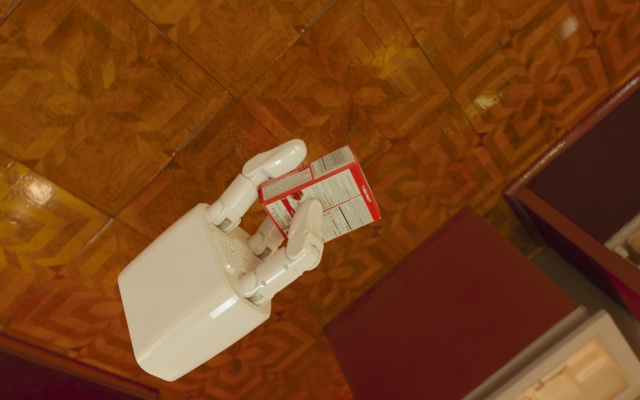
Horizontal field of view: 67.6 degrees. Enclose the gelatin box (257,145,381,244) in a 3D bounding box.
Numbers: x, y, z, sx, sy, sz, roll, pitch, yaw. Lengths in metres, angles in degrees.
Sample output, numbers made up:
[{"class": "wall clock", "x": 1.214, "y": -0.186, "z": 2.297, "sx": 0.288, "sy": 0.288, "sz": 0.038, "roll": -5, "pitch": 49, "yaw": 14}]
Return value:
[{"class": "gelatin box", "x": 0.000, "y": 0.002, "z": 0.421, "sx": 0.089, "sy": 0.073, "sz": 0.030, "roll": -24, "pitch": 41, "yaw": 7}]
